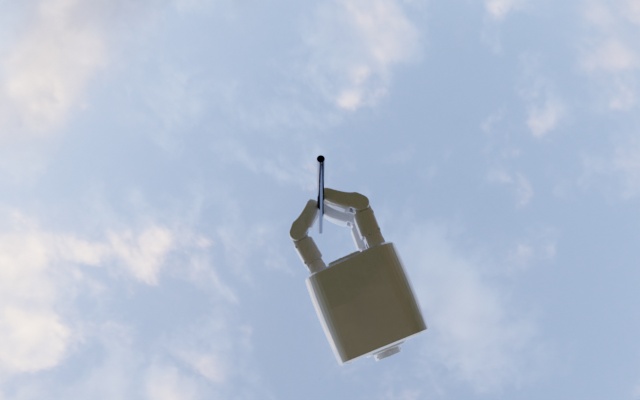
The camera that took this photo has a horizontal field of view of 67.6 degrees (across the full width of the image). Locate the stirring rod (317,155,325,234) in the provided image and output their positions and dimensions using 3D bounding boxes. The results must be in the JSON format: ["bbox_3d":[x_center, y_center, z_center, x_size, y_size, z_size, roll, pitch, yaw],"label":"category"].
[{"bbox_3d":[0.000,0.002,0.573,0.011,0.011,0.240,0,-20,0],"label":"stirring rod"}]
